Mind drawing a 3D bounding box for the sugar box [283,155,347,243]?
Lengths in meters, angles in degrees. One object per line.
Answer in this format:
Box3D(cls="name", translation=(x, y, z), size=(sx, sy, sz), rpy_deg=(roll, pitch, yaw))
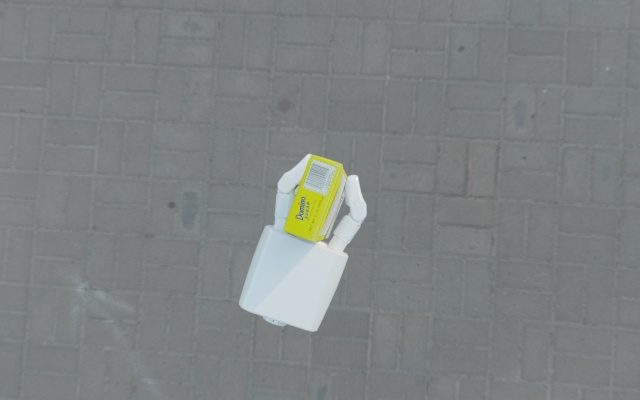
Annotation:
Box3D(cls="sugar box", translation=(0.000, 0.002, 0.610), size=(0.048, 0.093, 0.176), rpy_deg=(21, -1, 4))
